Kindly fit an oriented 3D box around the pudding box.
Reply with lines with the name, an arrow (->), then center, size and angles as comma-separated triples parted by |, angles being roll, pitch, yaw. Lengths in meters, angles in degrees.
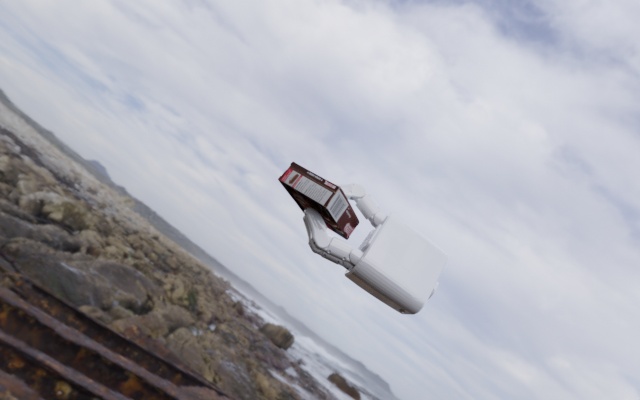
pudding box -> 0.000, 0.002, 0.680 | 0.090, 0.039, 0.114 | 29, -16, 30
